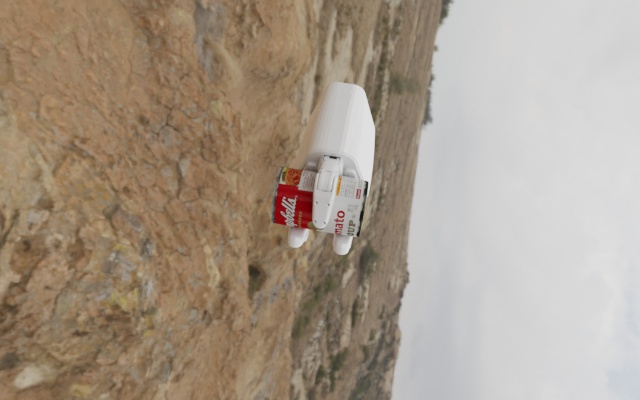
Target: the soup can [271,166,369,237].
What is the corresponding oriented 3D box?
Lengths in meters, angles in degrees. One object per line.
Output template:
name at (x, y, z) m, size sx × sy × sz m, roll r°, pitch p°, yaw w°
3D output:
soup can at (0.000, 0.002, 0.552) m, size 0.102 × 0.068 × 0.068 m, roll 10°, pitch 0°, yaw 3°
